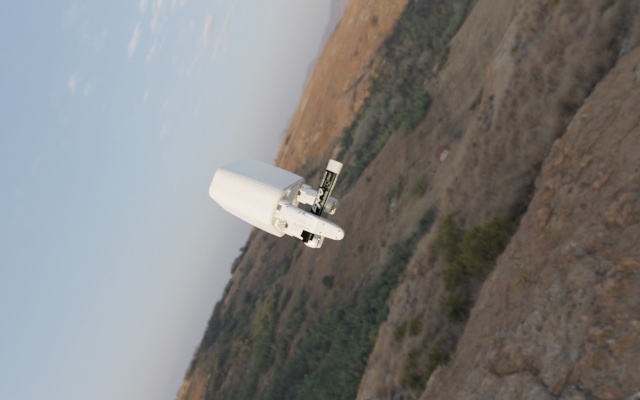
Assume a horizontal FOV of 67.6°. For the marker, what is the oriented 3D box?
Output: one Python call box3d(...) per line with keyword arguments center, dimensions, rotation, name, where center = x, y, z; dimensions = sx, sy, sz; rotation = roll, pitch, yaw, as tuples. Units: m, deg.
box3d(center=(0.000, 0.002, 0.662), dimensions=(0.020, 0.121, 0.020), rotation=(21, 4, -1), name="marker")
